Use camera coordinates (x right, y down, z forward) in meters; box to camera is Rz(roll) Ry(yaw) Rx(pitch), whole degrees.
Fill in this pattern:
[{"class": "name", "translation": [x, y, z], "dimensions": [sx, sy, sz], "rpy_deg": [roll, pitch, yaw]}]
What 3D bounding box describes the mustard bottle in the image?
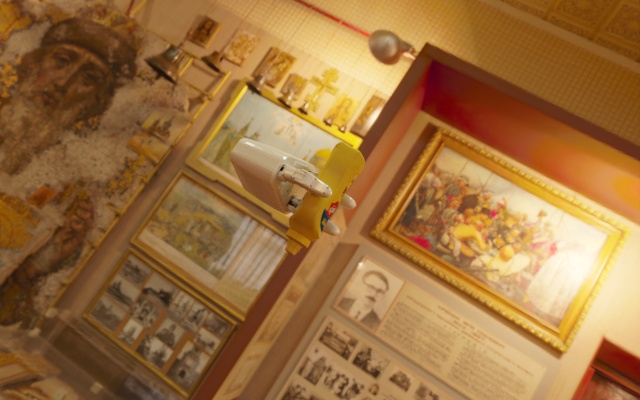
[{"class": "mustard bottle", "translation": [0.001, 0.002, 0.772], "dimensions": [0.058, 0.191, 0.096], "rpy_deg": [31, -11, 8]}]
